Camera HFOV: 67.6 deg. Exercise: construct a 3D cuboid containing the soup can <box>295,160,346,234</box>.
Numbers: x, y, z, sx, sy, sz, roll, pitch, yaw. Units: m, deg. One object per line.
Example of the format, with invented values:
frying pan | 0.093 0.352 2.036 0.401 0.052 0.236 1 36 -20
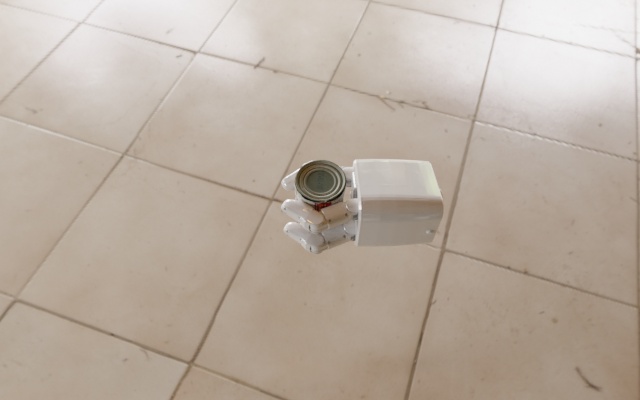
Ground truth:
soup can | 0.000 0.002 0.643 0.068 0.068 0.102 0 -34 0
